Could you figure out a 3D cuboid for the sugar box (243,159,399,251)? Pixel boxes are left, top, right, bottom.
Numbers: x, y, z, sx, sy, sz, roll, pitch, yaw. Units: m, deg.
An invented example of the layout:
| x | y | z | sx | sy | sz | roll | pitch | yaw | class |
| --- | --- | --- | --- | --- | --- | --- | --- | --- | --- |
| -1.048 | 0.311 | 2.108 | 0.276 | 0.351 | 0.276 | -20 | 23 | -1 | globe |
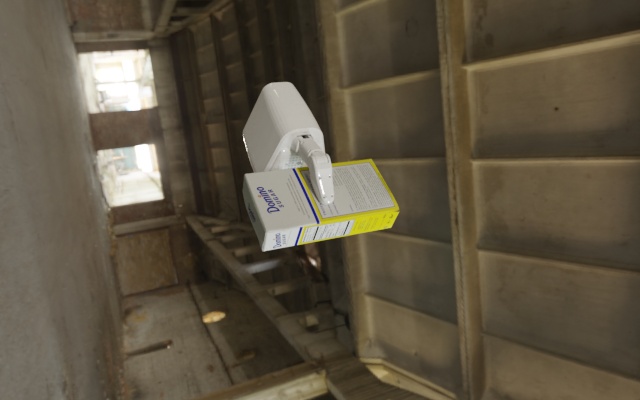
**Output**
| x | y | z | sx | sy | sz | roll | pitch | yaw | class |
| --- | --- | --- | --- | --- | --- | --- | --- | --- | --- |
| 0.000 | 0.002 | 0.592 | 0.176 | 0.093 | 0.048 | -9 | -38 | -21 | sugar box |
